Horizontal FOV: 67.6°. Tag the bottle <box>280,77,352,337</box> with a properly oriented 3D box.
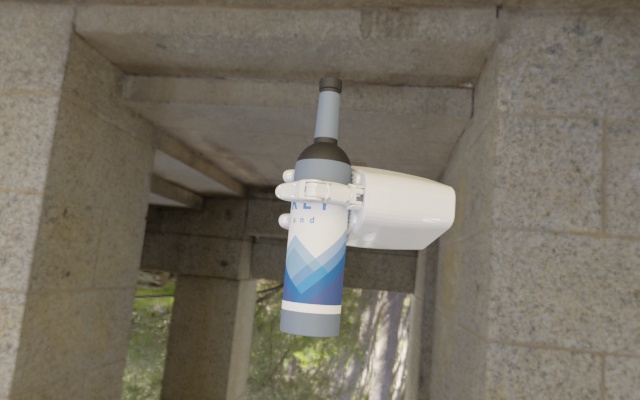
[{"bbox_3d":[0.000,0.002,0.552,0.069,0.295,0.069,5,-8,1],"label":"bottle"}]
